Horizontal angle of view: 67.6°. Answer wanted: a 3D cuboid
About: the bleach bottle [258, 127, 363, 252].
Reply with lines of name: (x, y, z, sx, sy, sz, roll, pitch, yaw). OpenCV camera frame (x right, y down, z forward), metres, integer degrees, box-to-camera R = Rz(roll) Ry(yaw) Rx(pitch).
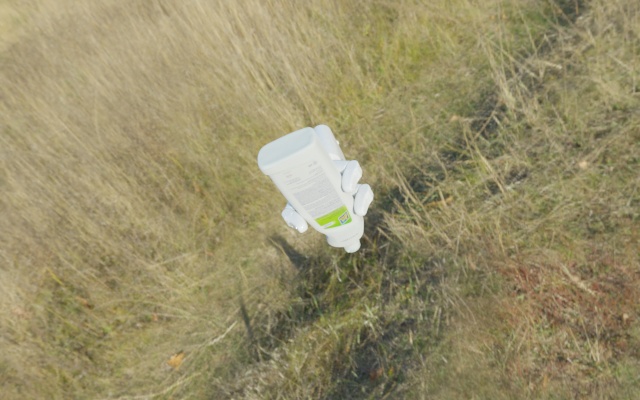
bleach bottle: (0.000, 0.003, 0.789, 0.102, 0.251, 0.068, -23, 39, 10)
